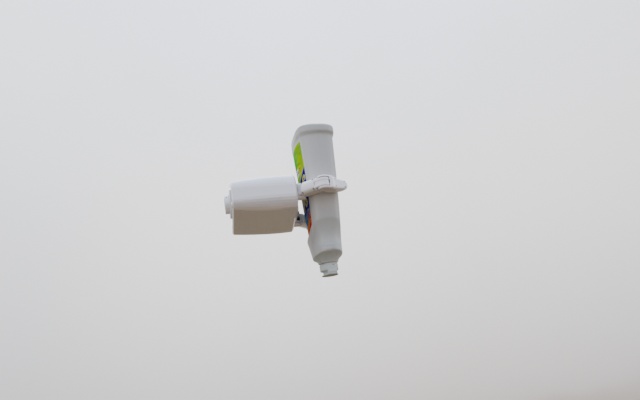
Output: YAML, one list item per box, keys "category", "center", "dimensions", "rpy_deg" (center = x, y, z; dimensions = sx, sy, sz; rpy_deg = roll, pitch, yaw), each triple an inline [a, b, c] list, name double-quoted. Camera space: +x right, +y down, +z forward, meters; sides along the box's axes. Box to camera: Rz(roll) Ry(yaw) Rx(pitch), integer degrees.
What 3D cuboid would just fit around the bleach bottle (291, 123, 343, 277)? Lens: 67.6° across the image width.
- category: "bleach bottle"
  center: [0.000, 0.003, 0.816]
  dimensions: [0.068, 0.250, 0.102]
  rpy_deg: [-4, -17, -15]
